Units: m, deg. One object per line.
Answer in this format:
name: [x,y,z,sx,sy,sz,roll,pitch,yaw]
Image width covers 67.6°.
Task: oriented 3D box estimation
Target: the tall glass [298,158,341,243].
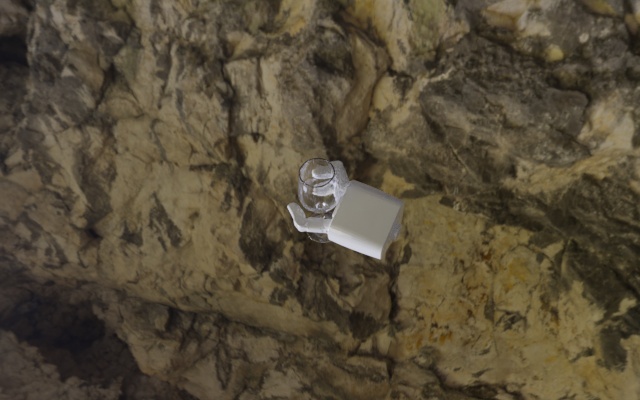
tall glass: [0.000,0.003,0.900,0.079,0.079,0.201,0,-31,5]
